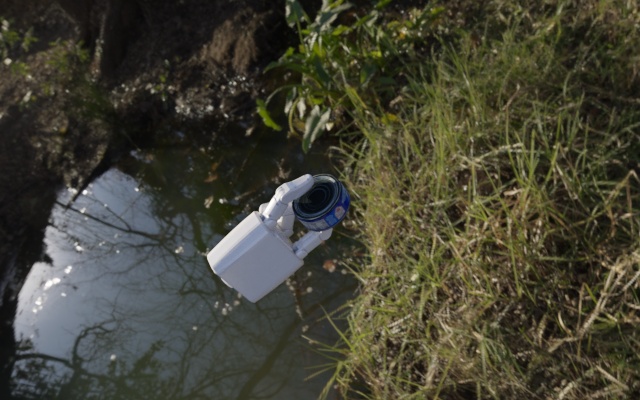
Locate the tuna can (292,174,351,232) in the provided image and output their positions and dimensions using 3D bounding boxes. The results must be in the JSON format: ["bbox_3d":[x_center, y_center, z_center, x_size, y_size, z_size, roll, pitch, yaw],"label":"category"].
[{"bbox_3d":[0.000,0.002,0.723,0.086,0.086,0.034,0,-33,33],"label":"tuna can"}]
